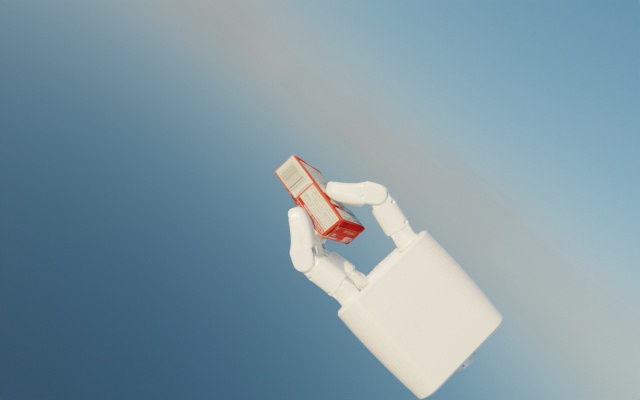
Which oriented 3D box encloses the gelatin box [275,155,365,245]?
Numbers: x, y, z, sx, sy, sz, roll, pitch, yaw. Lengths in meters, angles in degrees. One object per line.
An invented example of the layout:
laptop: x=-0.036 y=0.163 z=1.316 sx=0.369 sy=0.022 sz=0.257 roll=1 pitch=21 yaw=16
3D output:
gelatin box: x=0.000 y=0.001 z=0.490 sx=0.030 sy=0.089 sz=0.073 roll=-40 pitch=-21 yaw=10
